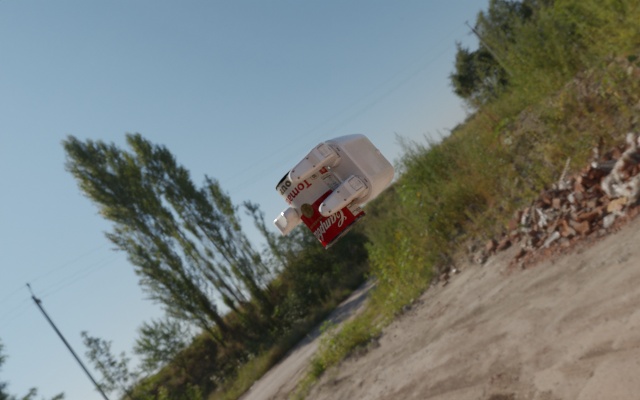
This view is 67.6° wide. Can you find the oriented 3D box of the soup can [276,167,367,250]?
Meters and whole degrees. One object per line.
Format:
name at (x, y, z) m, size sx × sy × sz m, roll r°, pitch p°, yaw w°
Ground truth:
soup can at (0.000, 0.002, 0.609) m, size 0.068 × 0.102 × 0.068 m, roll -40°, pitch -7°, yaw -6°
